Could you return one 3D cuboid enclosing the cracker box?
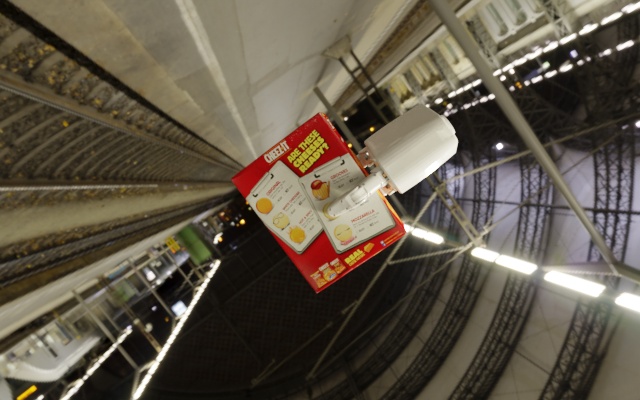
[{"bbox_3d":[0.000,0.003,0.712,0.164,0.214,0.072,-35,6,10],"label":"cracker box"}]
